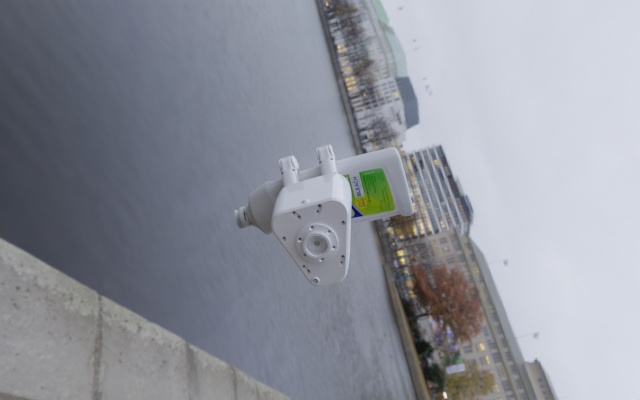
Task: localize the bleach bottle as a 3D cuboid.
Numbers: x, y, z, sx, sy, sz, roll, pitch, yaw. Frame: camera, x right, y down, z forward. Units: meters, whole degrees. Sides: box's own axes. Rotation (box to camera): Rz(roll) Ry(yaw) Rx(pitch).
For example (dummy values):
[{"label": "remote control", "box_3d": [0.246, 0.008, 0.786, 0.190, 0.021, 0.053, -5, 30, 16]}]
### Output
[{"label": "bleach bottle", "box_3d": [0.000, 0.002, 0.694, 0.251, 0.102, 0.068, -16, 16, 7]}]
